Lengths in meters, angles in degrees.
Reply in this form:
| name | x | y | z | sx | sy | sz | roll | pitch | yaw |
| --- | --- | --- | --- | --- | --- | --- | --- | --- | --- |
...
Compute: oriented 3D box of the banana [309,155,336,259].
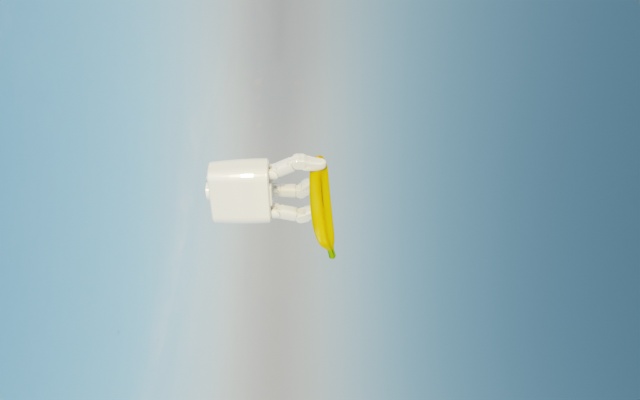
| name | x | y | z | sx | sy | sz | roll | pitch | yaw |
| --- | --- | --- | --- | --- | --- | --- | --- | --- | --- |
| banana | 0.000 | -0.001 | 0.834 | 0.037 | 0.197 | 0.070 | -5 | -20 | 0 |
